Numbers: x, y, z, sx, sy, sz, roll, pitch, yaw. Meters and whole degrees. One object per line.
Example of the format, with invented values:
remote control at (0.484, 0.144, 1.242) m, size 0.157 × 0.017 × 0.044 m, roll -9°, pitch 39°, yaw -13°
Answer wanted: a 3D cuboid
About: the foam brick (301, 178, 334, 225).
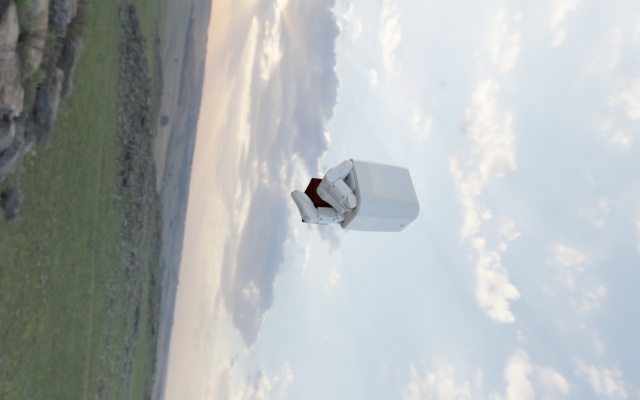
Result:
foam brick at (0.000, 0.003, 0.820) m, size 0.051 × 0.053 × 0.078 m, roll 5°, pitch -25°, yaw -15°
